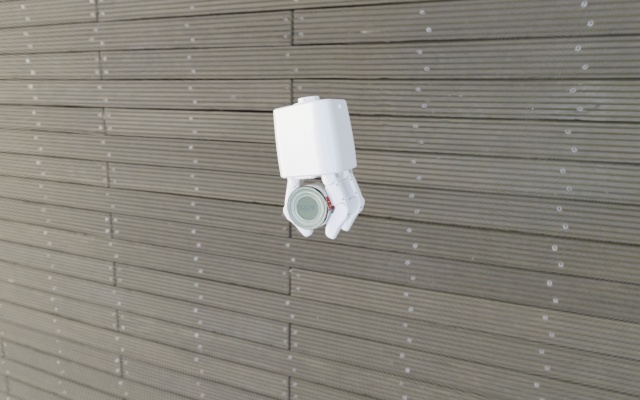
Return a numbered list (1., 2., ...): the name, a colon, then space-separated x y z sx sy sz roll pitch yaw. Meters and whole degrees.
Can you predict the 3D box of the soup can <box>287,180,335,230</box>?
1. soup can: 0.000 0.003 0.739 0.068 0.068 0.102 0 10 24
